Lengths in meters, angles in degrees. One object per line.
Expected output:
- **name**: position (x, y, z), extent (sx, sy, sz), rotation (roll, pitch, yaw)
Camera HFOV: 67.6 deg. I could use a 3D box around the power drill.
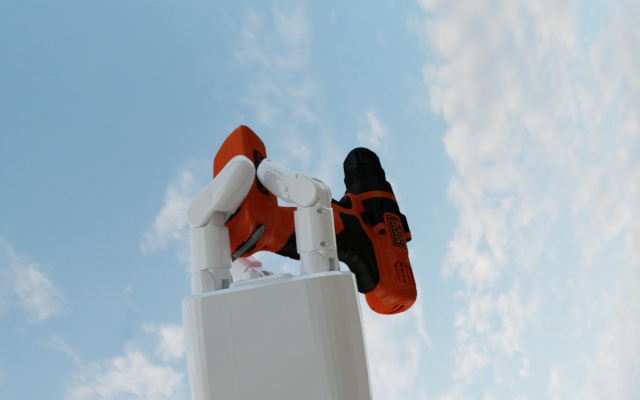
- **power drill**: position (0.000, 0.002, 0.425), extent (0.188, 0.184, 0.057), rotation (18, -46, -32)
